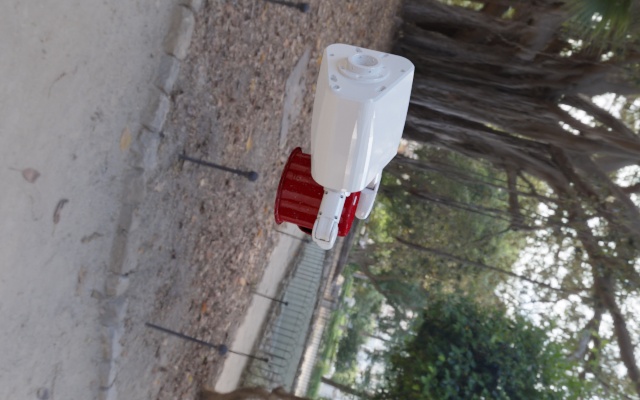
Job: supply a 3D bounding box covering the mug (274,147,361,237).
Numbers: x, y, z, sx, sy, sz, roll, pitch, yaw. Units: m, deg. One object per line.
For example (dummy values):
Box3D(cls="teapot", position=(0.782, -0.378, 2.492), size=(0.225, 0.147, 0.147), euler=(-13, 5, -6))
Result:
Box3D(cls="mug", position=(0.000, 0.003, 0.554), size=(0.081, 0.117, 0.093), euler=(15, 44, 8))
